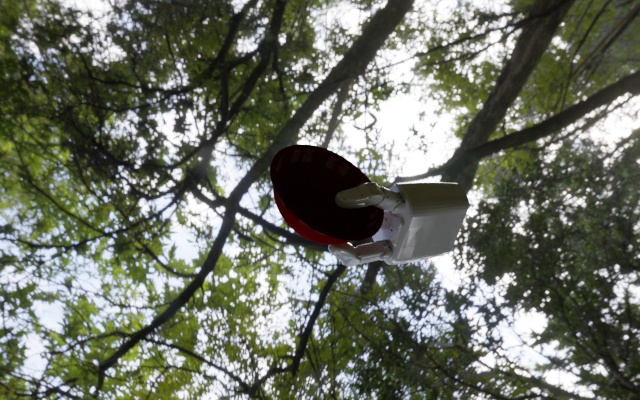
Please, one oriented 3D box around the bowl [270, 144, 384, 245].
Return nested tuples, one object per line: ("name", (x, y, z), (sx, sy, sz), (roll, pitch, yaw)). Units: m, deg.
("bowl", (-0.001, 0.002, 0.619), (0.162, 0.162, 0.055), (0, -40, -36))
